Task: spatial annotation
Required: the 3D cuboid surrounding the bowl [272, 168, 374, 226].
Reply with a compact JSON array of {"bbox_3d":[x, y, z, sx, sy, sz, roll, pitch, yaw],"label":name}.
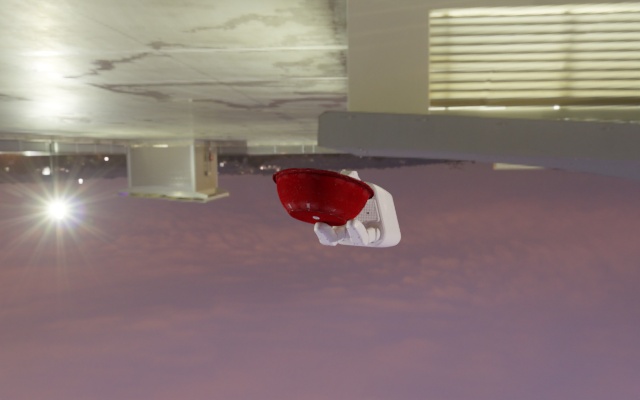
[{"bbox_3d":[-0.001,0.002,0.742,0.162,0.055,0.162,9,-15,3],"label":"bowl"}]
